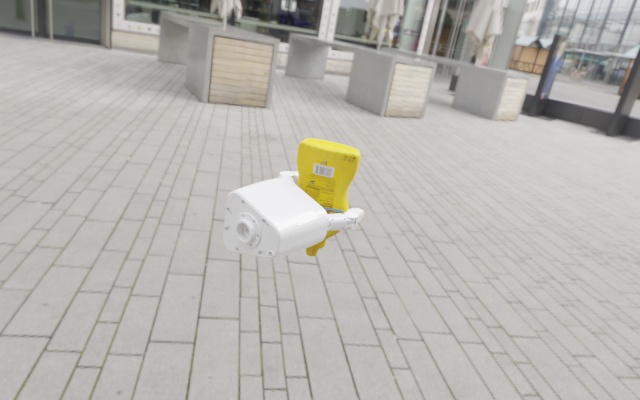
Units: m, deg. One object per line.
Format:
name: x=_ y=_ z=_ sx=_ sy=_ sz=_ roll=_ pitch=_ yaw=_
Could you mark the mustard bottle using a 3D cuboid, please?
mustard bottle: x=0.000 y=0.002 z=0.769 sx=0.096 sy=0.192 sz=0.058 roll=13 pitch=20 yaw=8
